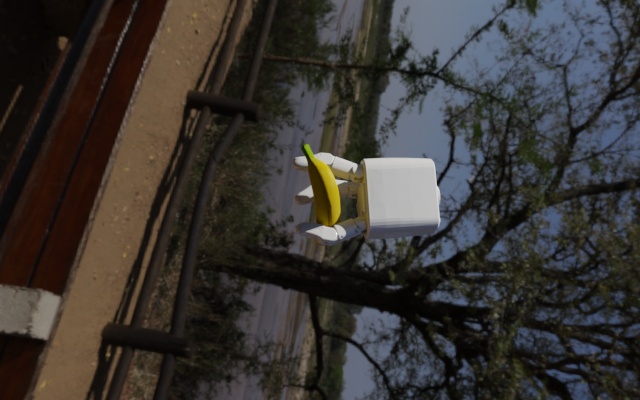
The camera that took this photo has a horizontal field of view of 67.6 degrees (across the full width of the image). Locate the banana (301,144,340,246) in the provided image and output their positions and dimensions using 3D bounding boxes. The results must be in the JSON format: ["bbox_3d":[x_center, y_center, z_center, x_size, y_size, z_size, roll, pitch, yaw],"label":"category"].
[{"bbox_3d":[0.006,0.012,0.705,0.037,0.198,0.069,-15,43,-11],"label":"banana"}]
